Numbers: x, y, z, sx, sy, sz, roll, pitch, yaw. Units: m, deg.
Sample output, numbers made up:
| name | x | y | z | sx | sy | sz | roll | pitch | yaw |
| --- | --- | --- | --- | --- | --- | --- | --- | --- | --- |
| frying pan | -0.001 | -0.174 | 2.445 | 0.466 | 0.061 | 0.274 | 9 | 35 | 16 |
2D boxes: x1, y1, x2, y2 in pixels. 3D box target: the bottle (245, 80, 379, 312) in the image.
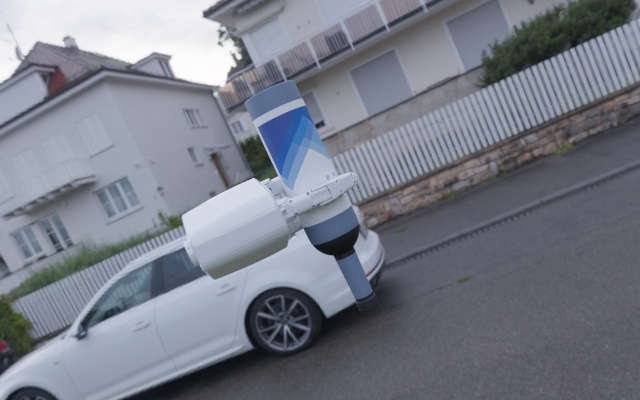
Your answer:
| name | x | y | z | sx | sy | sz | roll | pitch | yaw |
| --- | --- | --- | --- | --- | --- | --- | --- | --- | --- |
| bottle | 0.000 | 0.002 | 0.591 | 0.069 | 0.296 | 0.069 | -25 | 6 | 3 |
